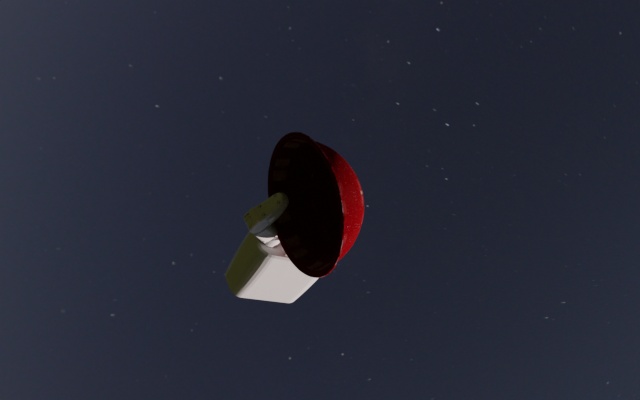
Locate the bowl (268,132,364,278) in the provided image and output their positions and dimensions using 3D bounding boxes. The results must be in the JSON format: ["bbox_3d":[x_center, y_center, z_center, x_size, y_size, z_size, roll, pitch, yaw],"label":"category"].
[{"bbox_3d":[0.001,0.001,0.535,0.055,0.162,0.162,-11,6,-30],"label":"bowl"}]
